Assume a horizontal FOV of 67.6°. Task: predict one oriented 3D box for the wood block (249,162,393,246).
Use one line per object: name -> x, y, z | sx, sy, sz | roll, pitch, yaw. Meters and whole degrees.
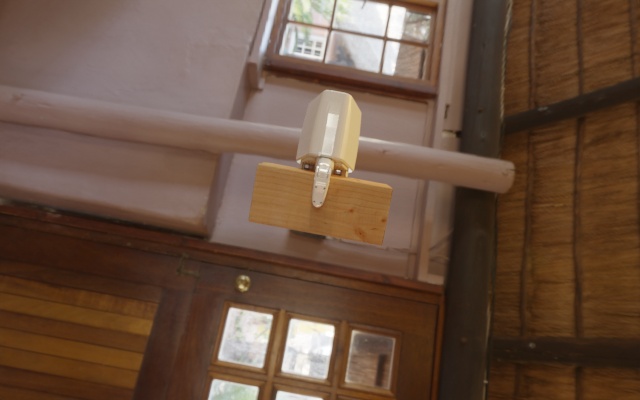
wood block -> 0.000, 0.002, 0.755 | 0.206, 0.090, 0.091 | 10, 7, 0
